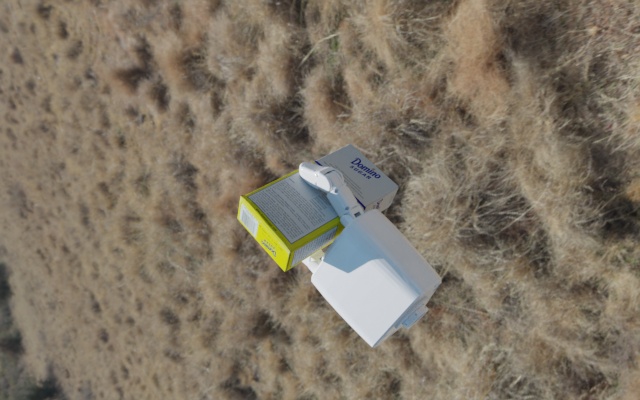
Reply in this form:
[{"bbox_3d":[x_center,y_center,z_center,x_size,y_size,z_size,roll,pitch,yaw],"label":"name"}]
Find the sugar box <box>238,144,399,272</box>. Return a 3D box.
[{"bbox_3d":[0.000,0.002,0.569,0.176,0.048,0.093,-27,60,-35],"label":"sugar box"}]
